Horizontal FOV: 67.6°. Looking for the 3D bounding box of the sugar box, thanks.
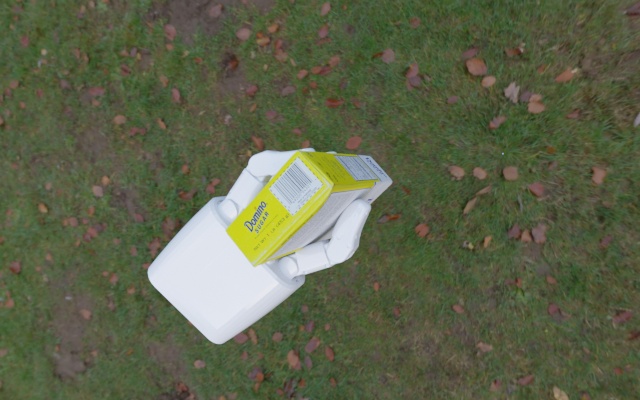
[{"bbox_3d":[0.000,0.001,0.435,0.093,0.048,0.176,-45,-11,18],"label":"sugar box"}]
